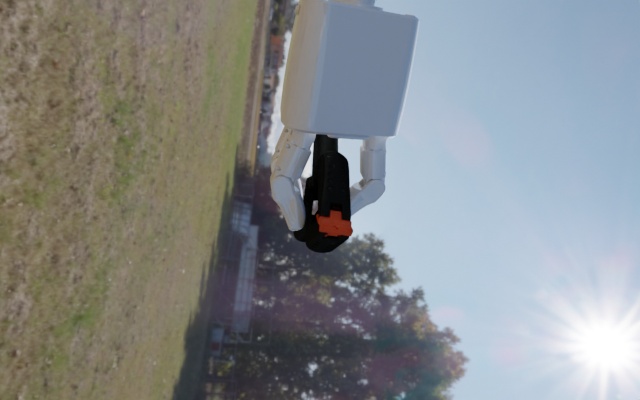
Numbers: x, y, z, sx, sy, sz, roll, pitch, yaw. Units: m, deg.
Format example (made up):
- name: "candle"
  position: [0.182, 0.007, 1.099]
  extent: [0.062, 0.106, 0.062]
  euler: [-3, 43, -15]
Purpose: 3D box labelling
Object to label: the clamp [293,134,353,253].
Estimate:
- name: "clamp"
  position: [0.001, 0.002, 0.475]
  extent: [0.036, 0.165, 0.210]
  euler: [8, 22, -8]
